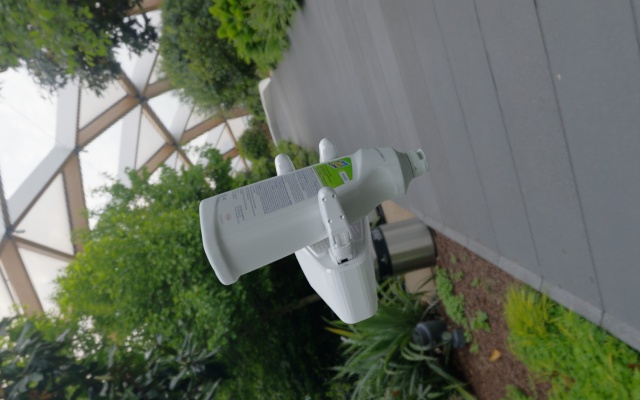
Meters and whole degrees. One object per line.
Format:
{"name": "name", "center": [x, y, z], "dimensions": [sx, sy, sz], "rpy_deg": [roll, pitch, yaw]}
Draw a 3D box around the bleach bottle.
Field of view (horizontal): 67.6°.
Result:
{"name": "bleach bottle", "center": [0.000, 0.002, 0.519], "dimensions": [0.251, 0.068, 0.102], "rpy_deg": [-19, 39, -4]}
